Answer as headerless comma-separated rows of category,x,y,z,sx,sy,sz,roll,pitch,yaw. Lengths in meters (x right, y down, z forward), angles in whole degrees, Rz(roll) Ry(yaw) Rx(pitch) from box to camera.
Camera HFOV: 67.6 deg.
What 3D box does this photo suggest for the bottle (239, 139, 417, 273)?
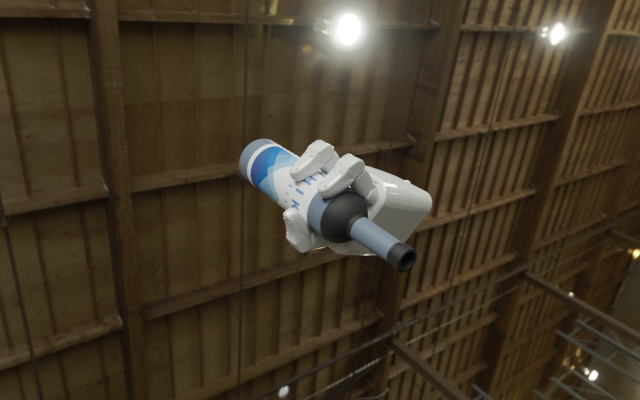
bottle,0.000,0.002,0.577,0.069,0.069,0.295,0,23,-40
